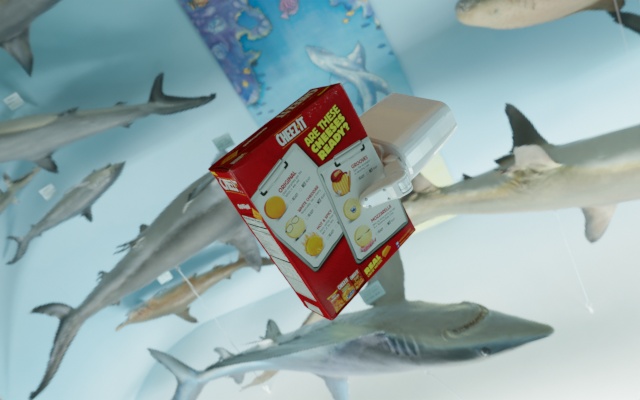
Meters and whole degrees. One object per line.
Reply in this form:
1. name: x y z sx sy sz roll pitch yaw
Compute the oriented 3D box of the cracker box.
1. cracker box: 0.000 0.002 0.552 0.164 0.214 0.072 -43 26 -24
